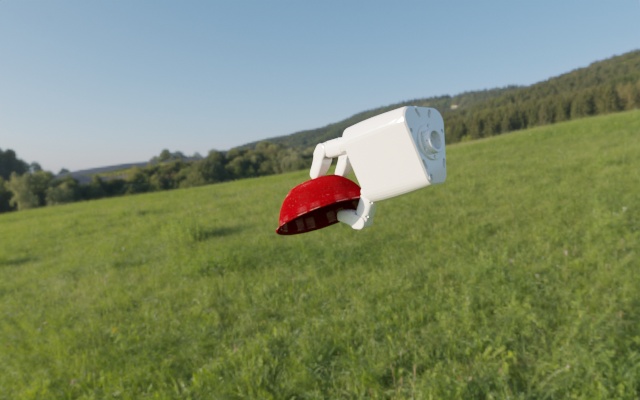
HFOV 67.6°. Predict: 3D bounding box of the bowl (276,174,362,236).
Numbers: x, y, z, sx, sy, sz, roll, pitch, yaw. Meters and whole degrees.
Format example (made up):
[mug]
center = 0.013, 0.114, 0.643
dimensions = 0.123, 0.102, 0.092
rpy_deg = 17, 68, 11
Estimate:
[bowl]
center = -0.001, 0.003, 0.752
dimensions = 0.162, 0.055, 0.162
rpy_deg = -18, -14, -5
